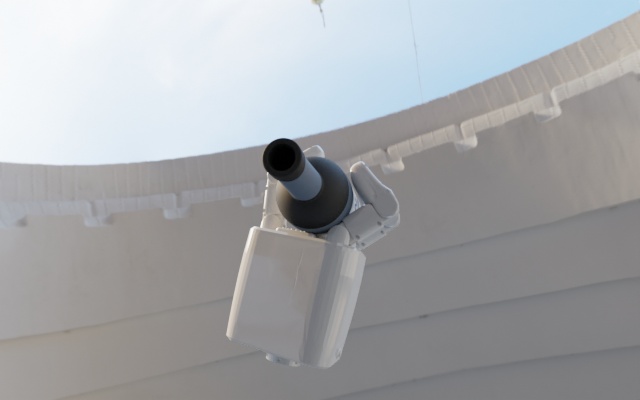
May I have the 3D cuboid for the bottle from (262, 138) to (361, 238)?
[{"bbox_3d":[0.000,0.001,0.455,0.069,0.069,0.296,0,-12,10],"label":"bottle"}]
